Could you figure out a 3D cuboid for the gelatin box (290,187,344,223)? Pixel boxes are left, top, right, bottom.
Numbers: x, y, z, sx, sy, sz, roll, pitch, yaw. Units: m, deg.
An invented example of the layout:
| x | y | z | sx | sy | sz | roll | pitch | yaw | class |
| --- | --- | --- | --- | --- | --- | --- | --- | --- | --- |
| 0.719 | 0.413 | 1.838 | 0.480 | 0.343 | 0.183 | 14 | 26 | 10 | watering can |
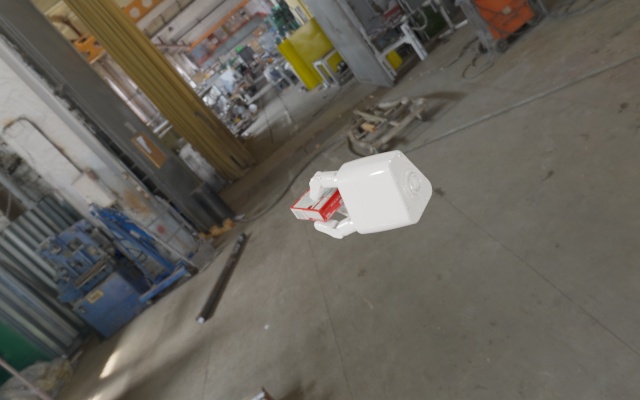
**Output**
| x | y | z | sx | sy | sz | roll | pitch | yaw | class |
| --- | --- | --- | --- | --- | --- | --- | --- | --- | --- |
| 0.000 | 0.002 | 0.853 | 0.089 | 0.030 | 0.073 | 4 | 44 | 52 | gelatin box |
